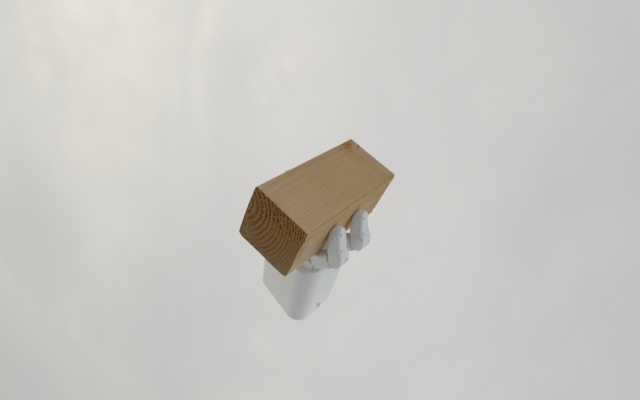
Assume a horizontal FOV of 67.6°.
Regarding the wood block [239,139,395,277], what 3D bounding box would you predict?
[{"bbox_3d":[0.000,0.002,0.657,0.091,0.090,0.206,41,42,16],"label":"wood block"}]
